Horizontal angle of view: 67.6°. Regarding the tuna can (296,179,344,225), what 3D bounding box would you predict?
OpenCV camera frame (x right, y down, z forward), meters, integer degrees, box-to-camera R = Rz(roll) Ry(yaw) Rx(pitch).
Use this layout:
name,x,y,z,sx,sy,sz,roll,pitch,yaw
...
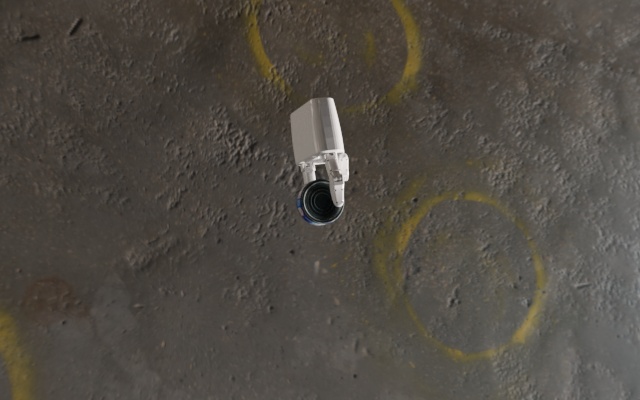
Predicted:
name,x,y,z,sx,sy,sz,roll,pitch,yaw
tuna can,0.000,0.003,0.887,0.086,0.086,0.034,0,-6,-17
